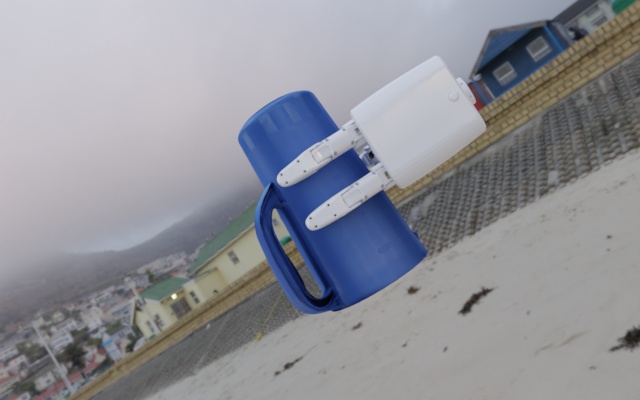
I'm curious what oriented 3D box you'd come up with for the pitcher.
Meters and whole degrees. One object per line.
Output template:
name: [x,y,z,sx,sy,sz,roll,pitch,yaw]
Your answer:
pitcher: [0.000,0.002,0.558,0.145,0.243,0.149,-33,-3,13]
